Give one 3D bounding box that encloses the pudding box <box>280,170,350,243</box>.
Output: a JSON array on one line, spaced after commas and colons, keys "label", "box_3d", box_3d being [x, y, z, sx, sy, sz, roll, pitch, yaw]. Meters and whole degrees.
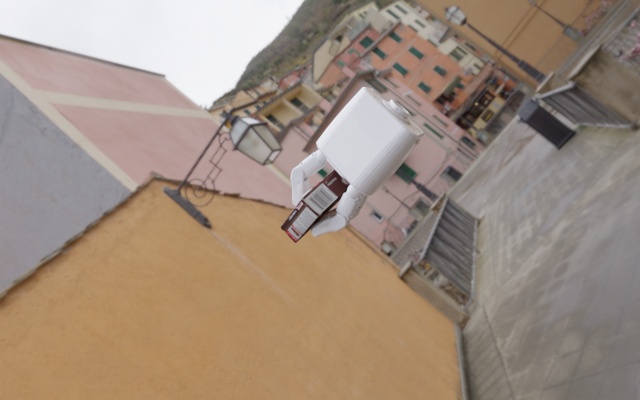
[{"label": "pudding box", "box_3d": [0.000, 0.002, 0.714, 0.113, 0.039, 0.090, -40, -7, -40]}]
